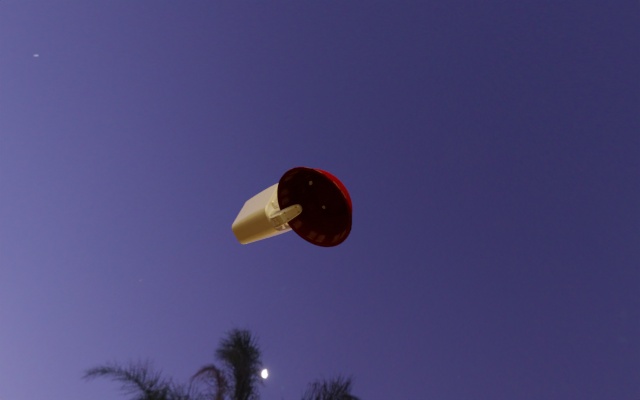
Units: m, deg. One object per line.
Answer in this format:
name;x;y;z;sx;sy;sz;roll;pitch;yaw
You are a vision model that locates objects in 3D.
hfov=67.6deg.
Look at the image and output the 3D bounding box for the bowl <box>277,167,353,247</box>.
bowl;0.001;0.003;0.869;0.162;0.162;0.055;0;27;38
